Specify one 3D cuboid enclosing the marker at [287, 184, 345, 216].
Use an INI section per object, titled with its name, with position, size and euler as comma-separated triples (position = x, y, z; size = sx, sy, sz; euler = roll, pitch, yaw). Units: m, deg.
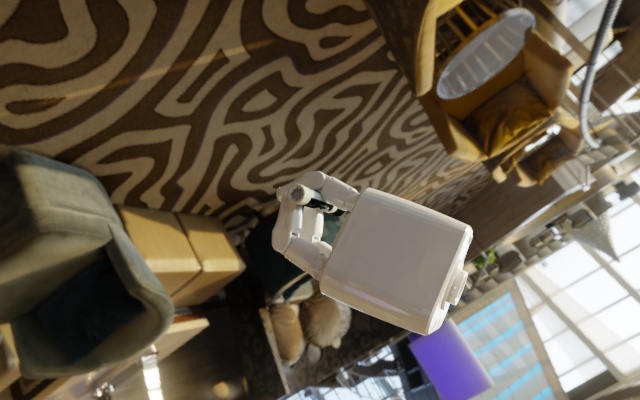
[marker]
position = 0.000, 0.002, 0.504
size = 0.020, 0.020, 0.121
euler = 0, -8, 23
